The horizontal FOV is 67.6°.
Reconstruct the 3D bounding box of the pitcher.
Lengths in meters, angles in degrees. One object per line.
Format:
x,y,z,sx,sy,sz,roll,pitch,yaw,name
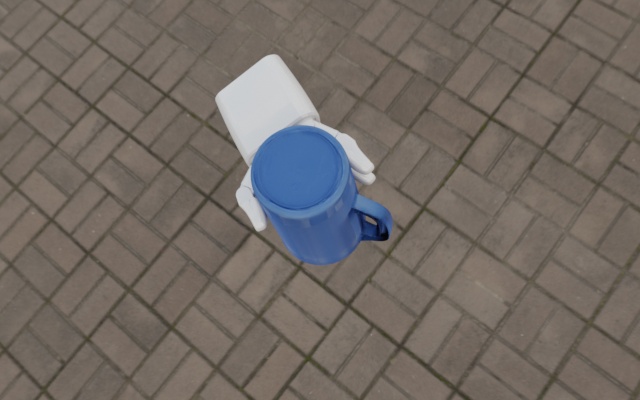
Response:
0.000,0.002,0.614,0.149,0.145,0.243,-28,-17,-2,pitcher
